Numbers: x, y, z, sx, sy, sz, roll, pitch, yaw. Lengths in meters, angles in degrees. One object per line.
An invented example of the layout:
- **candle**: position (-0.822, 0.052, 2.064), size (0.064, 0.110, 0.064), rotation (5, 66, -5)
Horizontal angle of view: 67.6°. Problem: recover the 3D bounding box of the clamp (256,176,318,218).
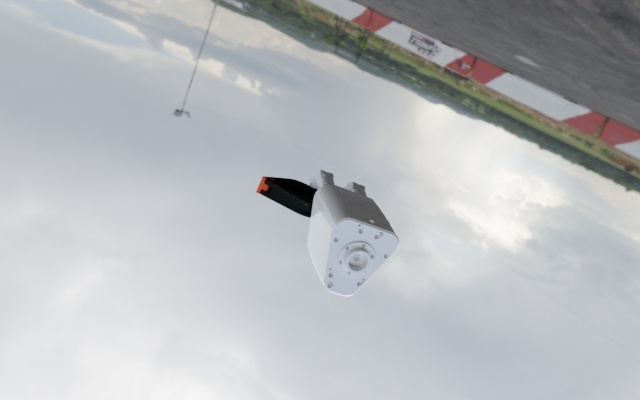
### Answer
- **clamp**: position (-0.001, 0.003, 0.748), size (0.210, 0.036, 0.164), rotation (20, 16, -19)
